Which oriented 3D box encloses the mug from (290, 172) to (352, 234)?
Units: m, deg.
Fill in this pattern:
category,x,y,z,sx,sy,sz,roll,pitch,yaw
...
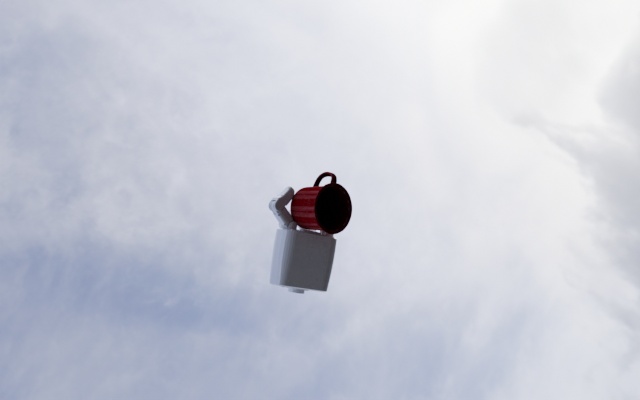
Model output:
category,x,y,z,sx,sy,sz,roll,pitch,yaw
mug,0.000,0.001,0.886,0.093,0.117,0.081,18,-12,-40
